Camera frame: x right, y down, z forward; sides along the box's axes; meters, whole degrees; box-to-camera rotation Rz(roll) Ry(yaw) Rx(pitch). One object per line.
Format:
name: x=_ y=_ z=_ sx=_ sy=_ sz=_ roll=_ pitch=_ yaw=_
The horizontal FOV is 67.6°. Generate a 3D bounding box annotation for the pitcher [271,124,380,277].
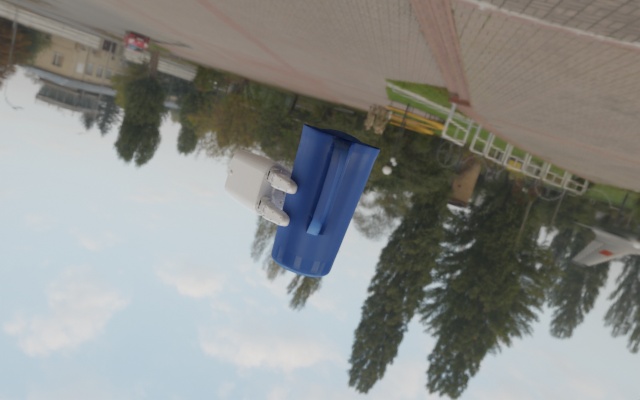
pitcher: x=0.000 y=0.003 z=0.799 sx=0.145 sy=0.243 sz=0.149 roll=26 pitch=12 yaw=40
